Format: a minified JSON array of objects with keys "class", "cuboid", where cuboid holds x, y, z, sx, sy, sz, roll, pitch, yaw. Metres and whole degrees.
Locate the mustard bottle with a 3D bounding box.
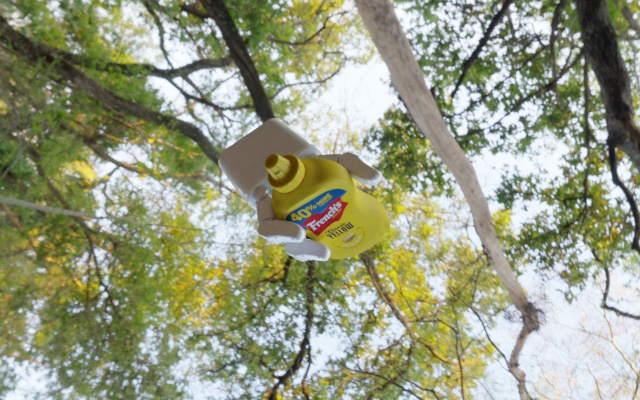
[{"class":"mustard bottle","cuboid":[0.000,0.002,0.556,0.096,0.058,0.192,-30,-41,18]}]
